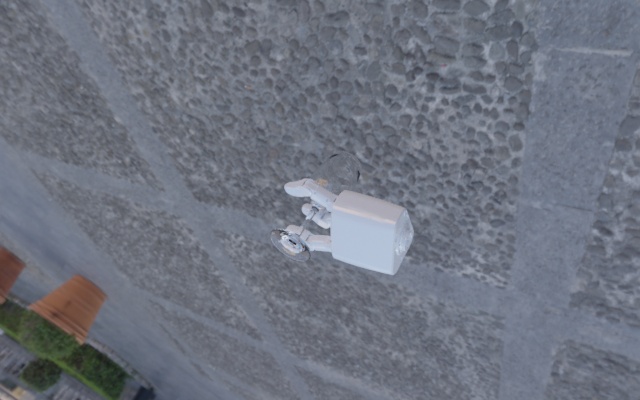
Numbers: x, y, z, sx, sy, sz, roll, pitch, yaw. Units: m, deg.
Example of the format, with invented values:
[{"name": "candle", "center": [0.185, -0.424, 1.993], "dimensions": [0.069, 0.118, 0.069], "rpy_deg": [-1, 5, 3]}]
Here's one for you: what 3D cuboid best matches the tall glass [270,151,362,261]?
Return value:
[{"name": "tall glass", "center": [0.000, 0.003, 0.803], "dimensions": [0.079, 0.079, 0.201], "rpy_deg": [0, 44, 41]}]
